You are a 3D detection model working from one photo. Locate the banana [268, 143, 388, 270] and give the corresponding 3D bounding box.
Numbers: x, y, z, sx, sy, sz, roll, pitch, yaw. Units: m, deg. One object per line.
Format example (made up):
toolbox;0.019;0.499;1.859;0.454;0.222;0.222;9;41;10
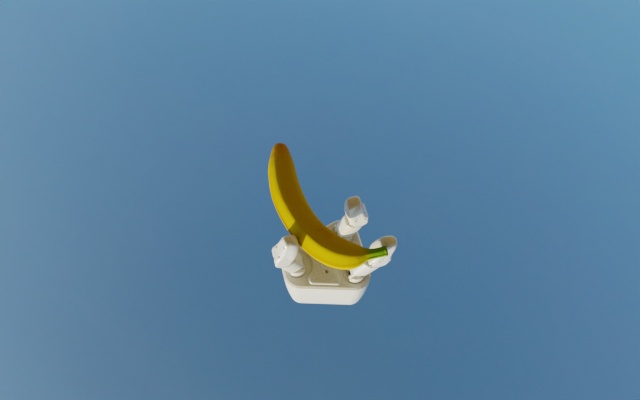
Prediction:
banana;-0.012;0.015;0.561;0.069;0.197;0.037;-38;-21;-15
